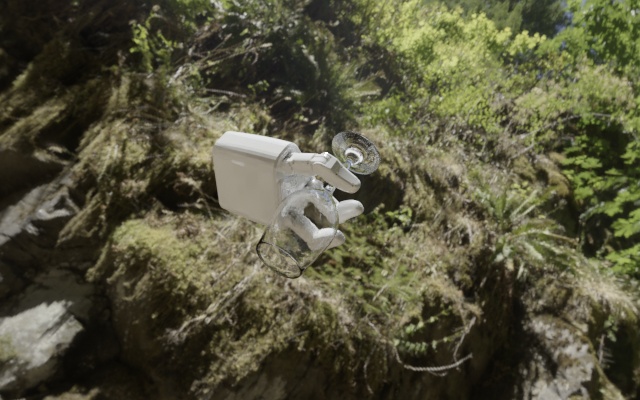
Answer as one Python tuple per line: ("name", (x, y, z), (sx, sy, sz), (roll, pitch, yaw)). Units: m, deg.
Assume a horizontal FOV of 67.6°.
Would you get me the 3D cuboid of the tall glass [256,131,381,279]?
("tall glass", (0.001, 0.001, 0.597), (0.079, 0.079, 0.201), (0, 43, 41))
